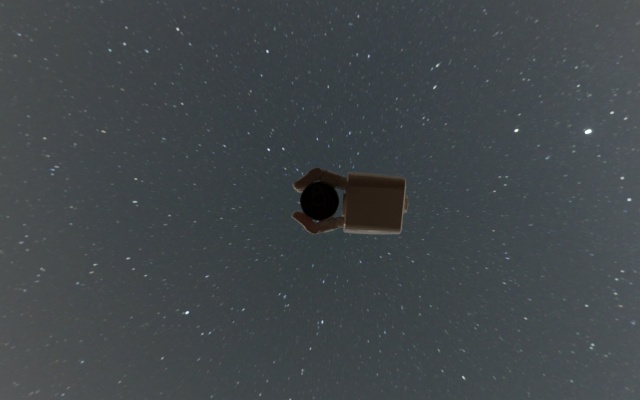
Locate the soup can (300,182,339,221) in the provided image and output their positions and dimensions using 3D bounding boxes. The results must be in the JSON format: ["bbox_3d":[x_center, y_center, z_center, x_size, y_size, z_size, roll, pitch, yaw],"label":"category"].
[{"bbox_3d":[0.000,0.003,0.876,0.068,0.068,0.102,0,-2,2],"label":"soup can"}]
